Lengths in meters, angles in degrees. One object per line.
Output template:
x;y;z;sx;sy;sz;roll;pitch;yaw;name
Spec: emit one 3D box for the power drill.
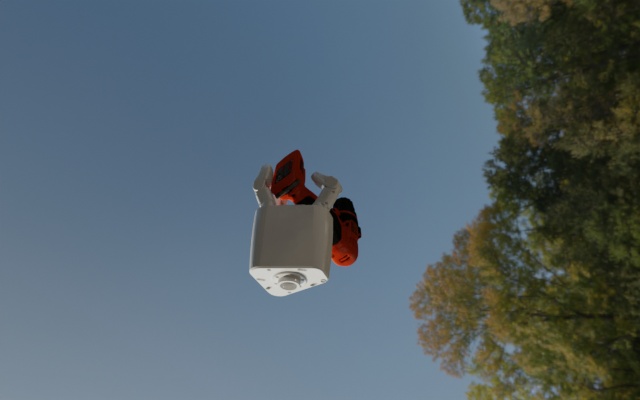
0.000;0.003;0.825;0.057;0.188;0.184;-37;23;19;power drill
